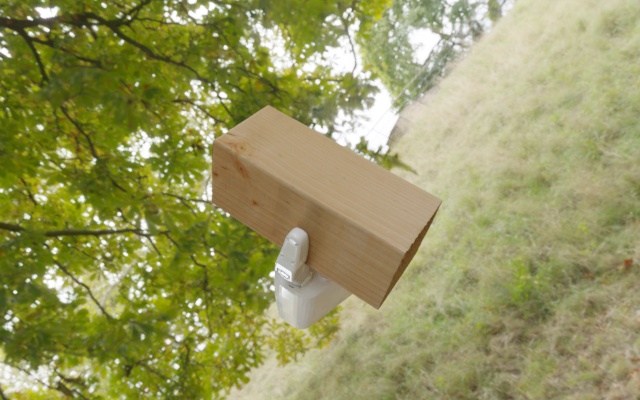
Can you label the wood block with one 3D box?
[{"bbox_3d":[0.000,0.002,0.477,0.206,0.090,0.090,30,47,16],"label":"wood block"}]
